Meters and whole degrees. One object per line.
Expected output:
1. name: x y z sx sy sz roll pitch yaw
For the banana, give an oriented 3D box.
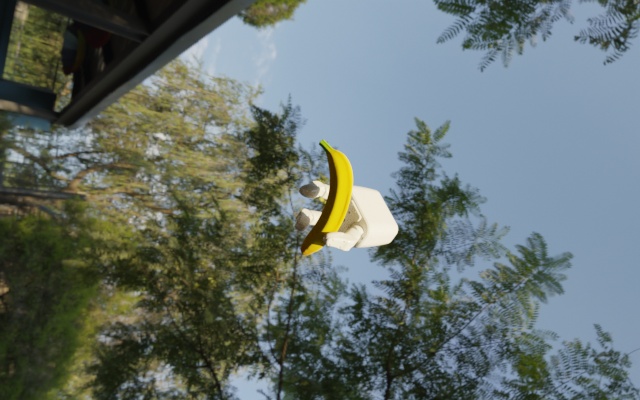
1. banana: 0.015 0.004 0.785 0.069 0.198 0.037 18 12 35
